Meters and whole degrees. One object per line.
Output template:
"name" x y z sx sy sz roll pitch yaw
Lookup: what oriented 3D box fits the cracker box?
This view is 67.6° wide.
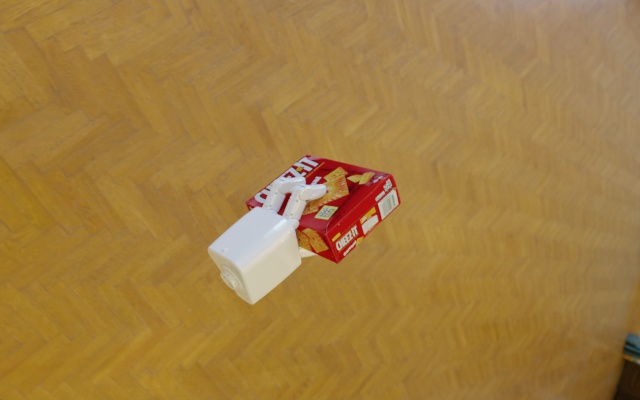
"cracker box" 0.000 0.003 0.811 0.164 0.072 0.213 -40 38 -27
